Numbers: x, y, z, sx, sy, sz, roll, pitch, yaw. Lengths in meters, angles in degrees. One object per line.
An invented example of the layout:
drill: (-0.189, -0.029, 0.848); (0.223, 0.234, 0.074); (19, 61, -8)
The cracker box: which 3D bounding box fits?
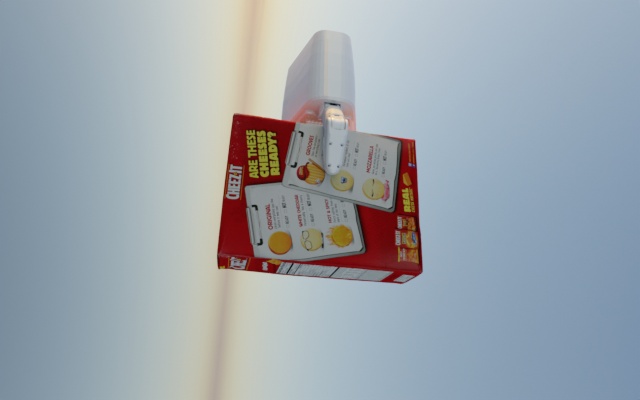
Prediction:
cracker box: (0.000, 0.002, 0.535); (0.214, 0.164, 0.072); (6, -24, -10)
